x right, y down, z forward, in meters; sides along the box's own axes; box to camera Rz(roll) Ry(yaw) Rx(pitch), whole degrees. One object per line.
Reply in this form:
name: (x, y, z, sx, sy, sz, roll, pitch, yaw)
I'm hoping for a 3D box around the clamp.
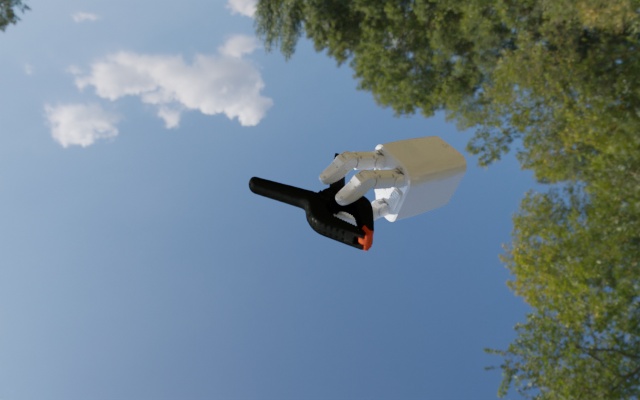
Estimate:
clamp: (0.001, 0.003, 0.681, 0.164, 0.036, 0.210, -15, 39, -20)
